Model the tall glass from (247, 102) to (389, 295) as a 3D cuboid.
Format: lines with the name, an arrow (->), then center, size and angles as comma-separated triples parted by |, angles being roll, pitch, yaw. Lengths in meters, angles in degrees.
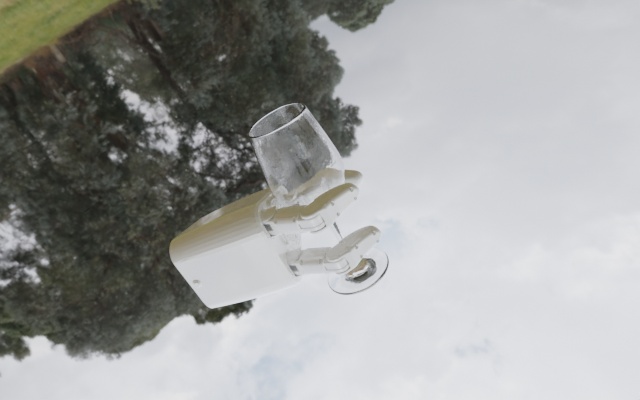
tall glass -> 0.001, 0.002, 0.493 | 0.079, 0.201, 0.079 | -22, 28, 12
